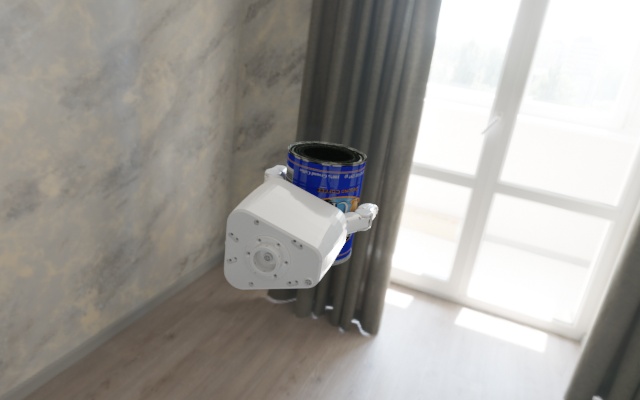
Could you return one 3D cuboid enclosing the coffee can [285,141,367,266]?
[{"bbox_3d":[0.000,0.002,0.636,0.103,0.140,0.102,7,21,-3],"label":"coffee can"}]
